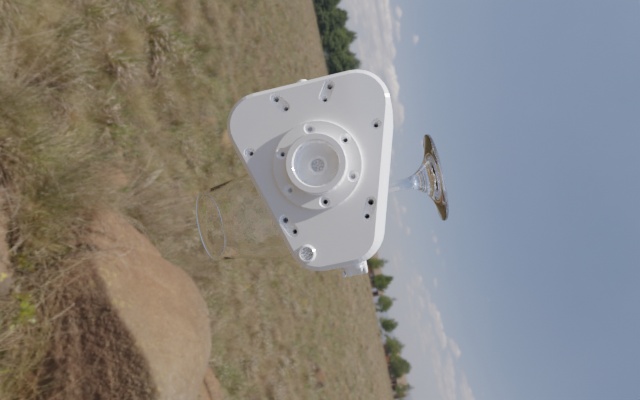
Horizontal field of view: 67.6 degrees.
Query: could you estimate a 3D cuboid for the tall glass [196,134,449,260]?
[{"bbox_3d":[0.001,0.001,0.408,0.201,0.079,0.079,-12,-1,5],"label":"tall glass"}]
